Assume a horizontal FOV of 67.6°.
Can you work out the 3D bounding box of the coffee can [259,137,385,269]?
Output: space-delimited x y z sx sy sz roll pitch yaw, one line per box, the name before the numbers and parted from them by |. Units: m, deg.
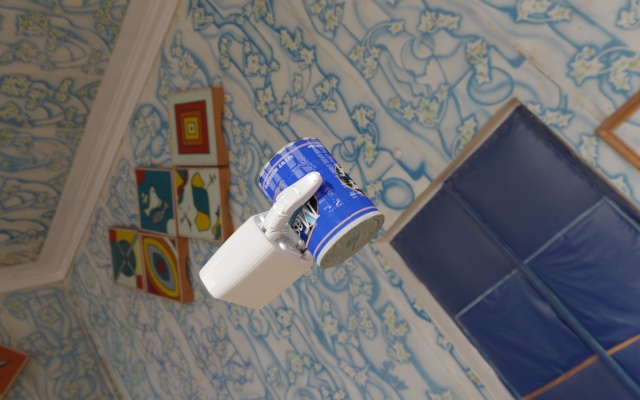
coffee can | 0.000 0.002 0.620 0.103 0.140 0.103 -33 -22 -15
